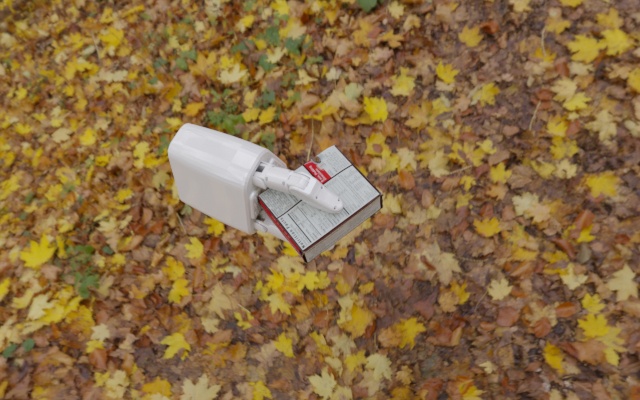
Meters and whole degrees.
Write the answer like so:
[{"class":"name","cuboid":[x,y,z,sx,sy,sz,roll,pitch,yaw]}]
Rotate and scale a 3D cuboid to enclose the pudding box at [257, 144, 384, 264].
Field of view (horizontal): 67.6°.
[{"class":"pudding box","cuboid":[0.000,0.002,0.537,0.113,0.090,0.039,-36,-24,-10]}]
